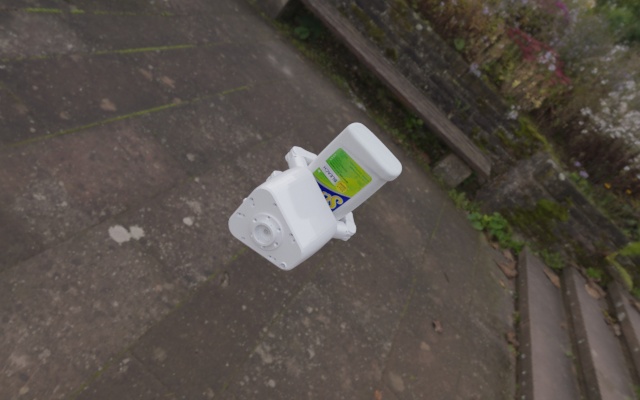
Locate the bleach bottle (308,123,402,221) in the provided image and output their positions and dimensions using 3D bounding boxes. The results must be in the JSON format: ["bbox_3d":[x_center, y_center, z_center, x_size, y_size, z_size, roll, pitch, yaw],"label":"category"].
[{"bbox_3d":[0.000,0.002,0.726,0.251,0.102,0.068,-45,-5,29],"label":"bleach bottle"}]
